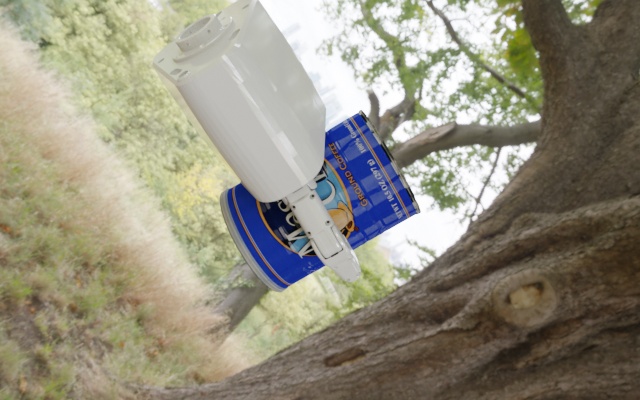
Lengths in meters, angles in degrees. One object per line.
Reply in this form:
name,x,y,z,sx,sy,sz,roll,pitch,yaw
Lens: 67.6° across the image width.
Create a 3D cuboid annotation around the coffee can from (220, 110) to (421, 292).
coffee can,0.000,0.002,0.416,0.140,0.103,0.103,-30,-3,6
